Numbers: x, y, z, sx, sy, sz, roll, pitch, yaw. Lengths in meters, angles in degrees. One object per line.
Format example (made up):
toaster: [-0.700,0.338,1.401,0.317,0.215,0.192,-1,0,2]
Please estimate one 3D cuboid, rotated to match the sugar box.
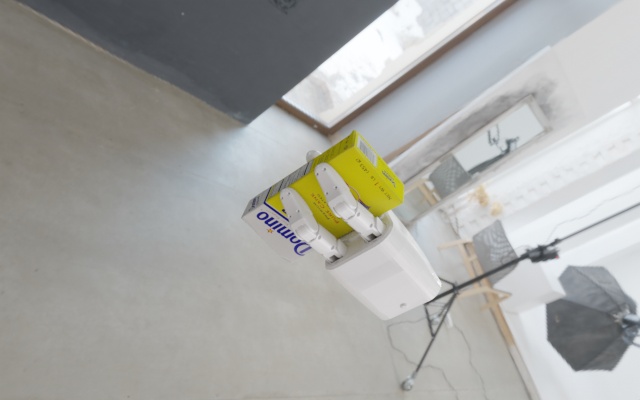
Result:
sugar box: [0.000,0.002,0.566,0.176,0.093,0.048,-33,23,27]
